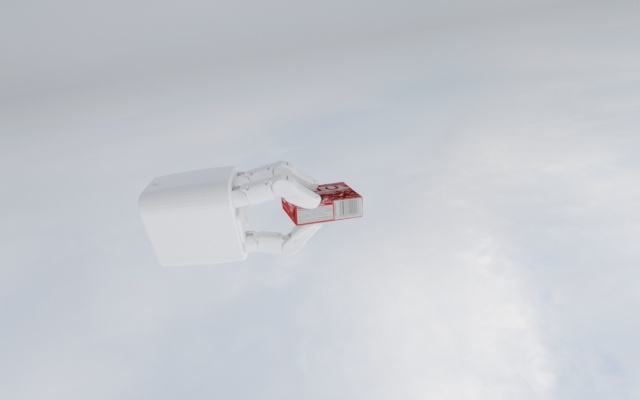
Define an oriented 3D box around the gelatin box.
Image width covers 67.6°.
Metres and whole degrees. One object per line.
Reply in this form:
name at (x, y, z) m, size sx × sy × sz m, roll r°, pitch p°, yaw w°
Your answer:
gelatin box at (0.000, 0.002, 0.604) m, size 0.089 × 0.030 × 0.073 m, roll -7°, pitch 18°, yaw -14°
